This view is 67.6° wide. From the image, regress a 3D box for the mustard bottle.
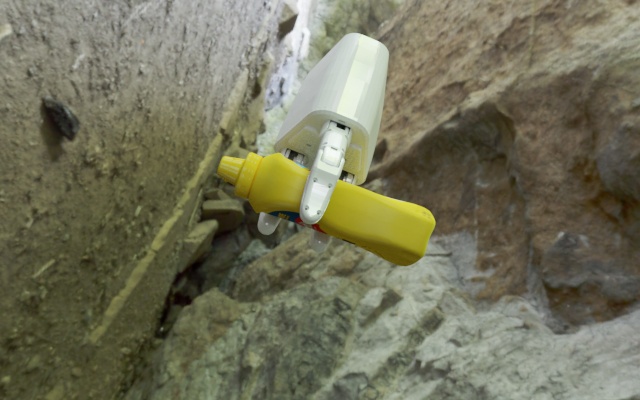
[{"bbox_3d":[0.000,0.002,0.434,0.191,0.058,0.096,21,-3,-5],"label":"mustard bottle"}]
